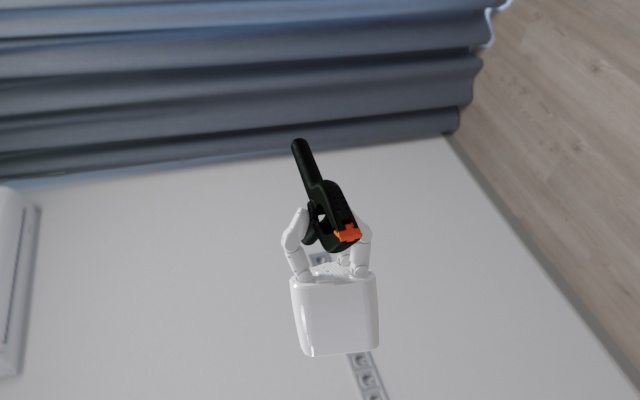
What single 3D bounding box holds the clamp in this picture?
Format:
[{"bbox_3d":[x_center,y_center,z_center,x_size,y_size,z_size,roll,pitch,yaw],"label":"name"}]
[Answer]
[{"bbox_3d":[0.000,0.003,0.630,0.036,0.164,0.210,-11,12,-16],"label":"clamp"}]
